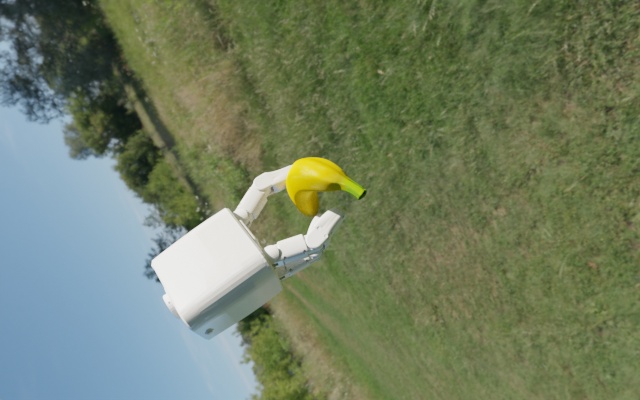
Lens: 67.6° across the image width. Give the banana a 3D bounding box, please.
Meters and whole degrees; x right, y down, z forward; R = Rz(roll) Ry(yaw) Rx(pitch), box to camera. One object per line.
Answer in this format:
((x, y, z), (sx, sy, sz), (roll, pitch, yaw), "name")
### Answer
((-0.010, -0.013, 0.542), (0.037, 0.069, 0.198), (-38, 4, -14), "banana")
